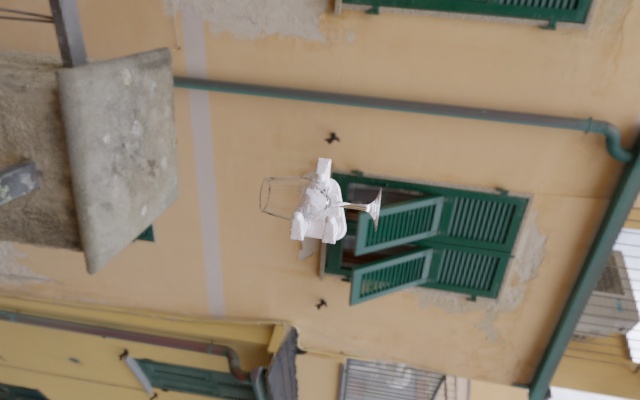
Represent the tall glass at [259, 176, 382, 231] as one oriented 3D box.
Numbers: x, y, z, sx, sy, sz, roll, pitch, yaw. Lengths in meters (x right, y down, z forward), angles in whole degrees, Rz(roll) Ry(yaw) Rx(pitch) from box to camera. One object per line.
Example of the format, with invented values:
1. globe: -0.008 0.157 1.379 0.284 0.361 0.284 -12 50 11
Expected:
1. tall glass: 0.001 0.003 0.815 0.201 0.079 0.079 7 1 6
